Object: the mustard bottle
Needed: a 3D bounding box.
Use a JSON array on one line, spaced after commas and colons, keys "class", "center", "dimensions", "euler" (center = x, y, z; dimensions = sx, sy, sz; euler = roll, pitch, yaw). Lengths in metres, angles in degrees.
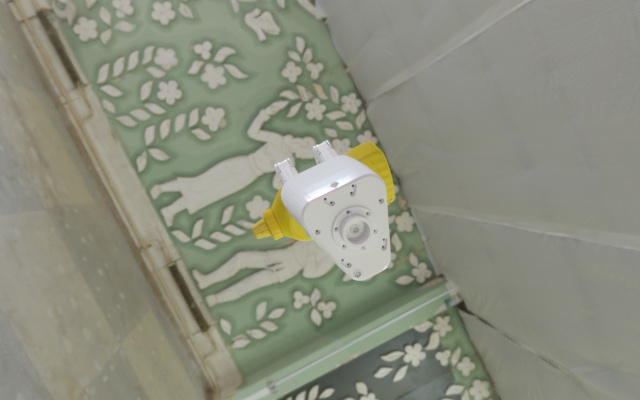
[{"class": "mustard bottle", "center": [0.000, 0.002, 0.629], "dimensions": [0.191, 0.096, 0.058], "euler": [-26, 43, -7]}]
